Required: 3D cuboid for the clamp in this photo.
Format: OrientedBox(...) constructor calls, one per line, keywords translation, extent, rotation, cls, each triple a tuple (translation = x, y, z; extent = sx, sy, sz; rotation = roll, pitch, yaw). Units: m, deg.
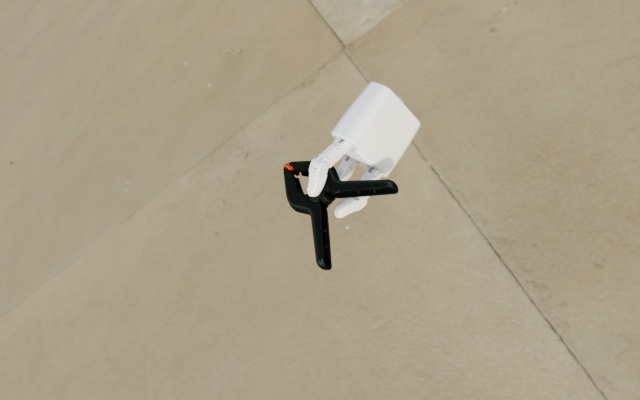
OrientedBox(translation=(0.000, 0.002, 0.751), extent=(0.210, 0.164, 0.036), rotation=(32, -8, 41), cls="clamp")
